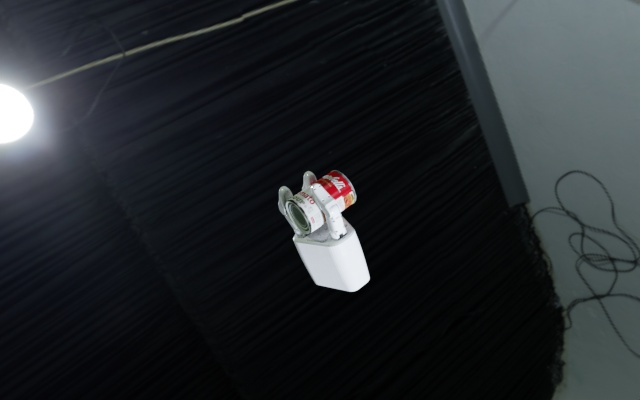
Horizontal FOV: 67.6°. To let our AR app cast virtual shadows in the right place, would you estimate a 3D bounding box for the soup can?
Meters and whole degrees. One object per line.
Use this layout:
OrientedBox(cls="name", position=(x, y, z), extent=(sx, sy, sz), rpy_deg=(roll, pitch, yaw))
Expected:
OrientedBox(cls="soup can", position=(0.000, 0.002, 0.809), extent=(0.102, 0.068, 0.068), rpy_deg=(-34, 15, -23))
